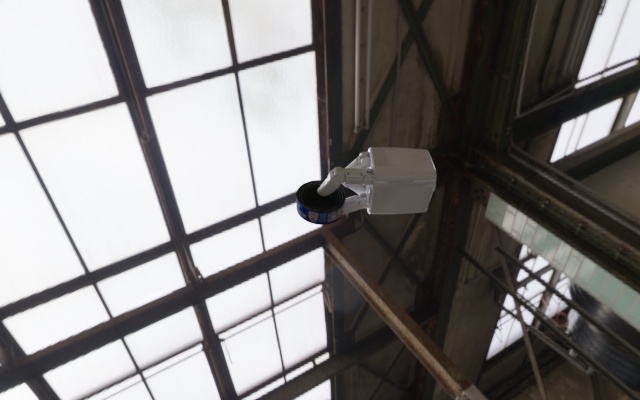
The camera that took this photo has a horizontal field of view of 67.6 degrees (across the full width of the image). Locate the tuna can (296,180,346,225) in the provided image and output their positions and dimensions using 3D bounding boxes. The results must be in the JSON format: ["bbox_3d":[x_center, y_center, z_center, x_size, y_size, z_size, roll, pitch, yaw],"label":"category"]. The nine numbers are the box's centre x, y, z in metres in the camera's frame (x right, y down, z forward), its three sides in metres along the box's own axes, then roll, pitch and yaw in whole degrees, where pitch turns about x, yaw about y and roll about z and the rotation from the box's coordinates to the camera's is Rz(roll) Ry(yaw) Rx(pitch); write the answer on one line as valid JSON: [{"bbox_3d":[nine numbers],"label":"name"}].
[{"bbox_3d":[0.000,0.003,0.829,0.086,0.034,0.086,3,39,-2],"label":"tuna can"}]
